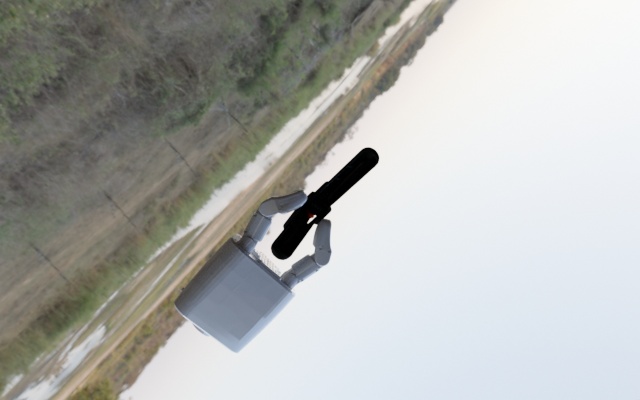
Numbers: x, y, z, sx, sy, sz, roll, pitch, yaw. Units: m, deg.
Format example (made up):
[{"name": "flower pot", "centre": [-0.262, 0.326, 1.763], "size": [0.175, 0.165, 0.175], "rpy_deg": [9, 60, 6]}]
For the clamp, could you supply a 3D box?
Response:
[{"name": "clamp", "centre": [0.000, 0.003, 0.616], "size": [0.164, 0.036, 0.210], "rpy_deg": [-45, 3, -3]}]
